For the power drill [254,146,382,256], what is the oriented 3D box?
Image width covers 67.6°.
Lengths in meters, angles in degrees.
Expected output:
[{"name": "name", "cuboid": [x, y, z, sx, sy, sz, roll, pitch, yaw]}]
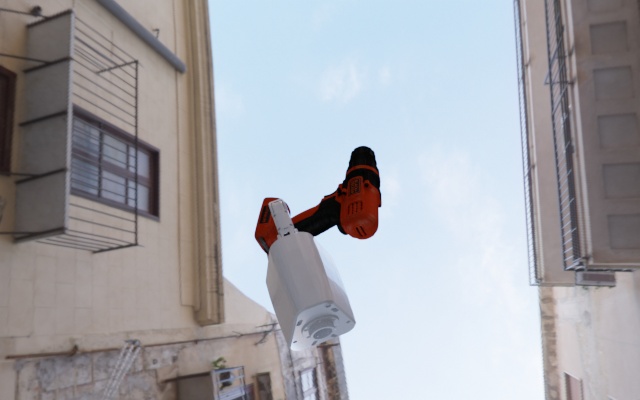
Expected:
[{"name": "power drill", "cuboid": [0.000, 0.003, 0.702, 0.188, 0.057, 0.184, -22, 33, 22]}]
